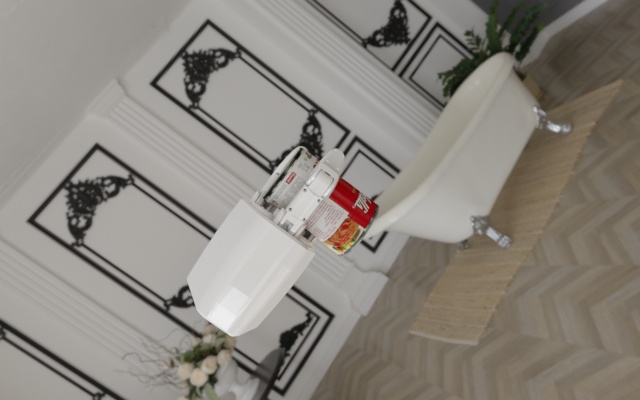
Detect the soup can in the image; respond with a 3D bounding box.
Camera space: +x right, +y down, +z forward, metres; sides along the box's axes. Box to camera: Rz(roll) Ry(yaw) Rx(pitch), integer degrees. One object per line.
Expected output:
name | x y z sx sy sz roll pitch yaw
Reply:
soup can | 0.000 0.001 0.493 0.102 0.068 0.068 37 -6 -7
